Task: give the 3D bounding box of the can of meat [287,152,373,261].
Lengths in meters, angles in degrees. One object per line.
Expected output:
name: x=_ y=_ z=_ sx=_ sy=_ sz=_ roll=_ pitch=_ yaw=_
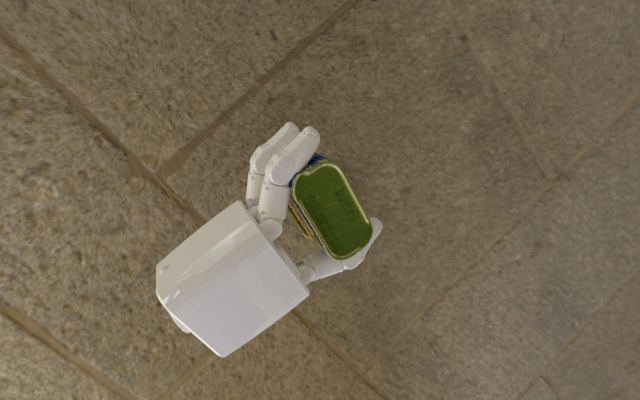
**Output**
can of meat: x=0.000 y=0.002 z=0.468 sx=0.057 sy=0.102 sz=0.084 roll=-34 pitch=21 yaw=-8
